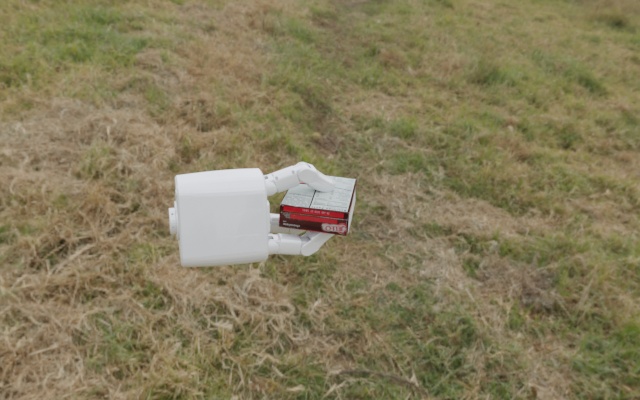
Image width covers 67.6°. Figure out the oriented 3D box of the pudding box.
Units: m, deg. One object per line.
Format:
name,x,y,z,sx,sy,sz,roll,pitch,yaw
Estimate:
pudding box,0.000,0.002,0.642,0.090,0.039,0.113,8,28,7
